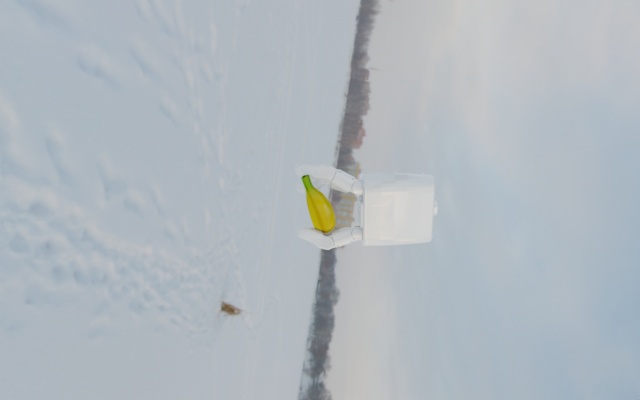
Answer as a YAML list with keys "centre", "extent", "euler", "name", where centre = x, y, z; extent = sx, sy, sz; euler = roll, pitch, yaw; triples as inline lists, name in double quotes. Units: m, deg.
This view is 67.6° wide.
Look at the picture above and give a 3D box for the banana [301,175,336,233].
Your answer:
- centre: [0.003, 0.019, 0.761]
  extent: [0.037, 0.069, 0.198]
  euler: [-11, -17, 2]
  name: "banana"
